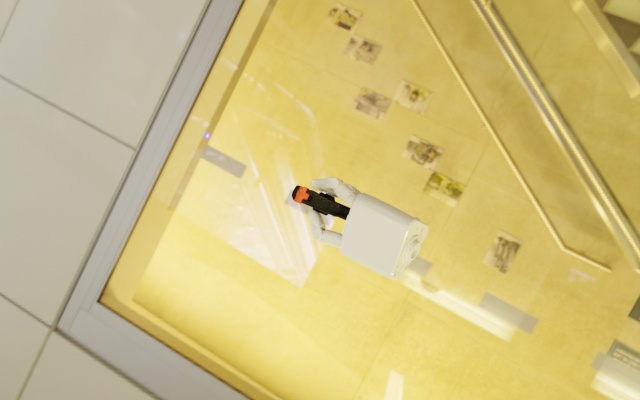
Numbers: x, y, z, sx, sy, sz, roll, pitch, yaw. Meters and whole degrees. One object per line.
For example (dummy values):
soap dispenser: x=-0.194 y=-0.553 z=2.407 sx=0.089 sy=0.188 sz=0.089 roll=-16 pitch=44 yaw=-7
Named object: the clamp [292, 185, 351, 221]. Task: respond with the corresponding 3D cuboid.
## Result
clamp: x=0.000 y=0.004 z=0.861 sx=0.164 sy=0.036 sz=0.210 roll=24 pitch=1 yaw=31
